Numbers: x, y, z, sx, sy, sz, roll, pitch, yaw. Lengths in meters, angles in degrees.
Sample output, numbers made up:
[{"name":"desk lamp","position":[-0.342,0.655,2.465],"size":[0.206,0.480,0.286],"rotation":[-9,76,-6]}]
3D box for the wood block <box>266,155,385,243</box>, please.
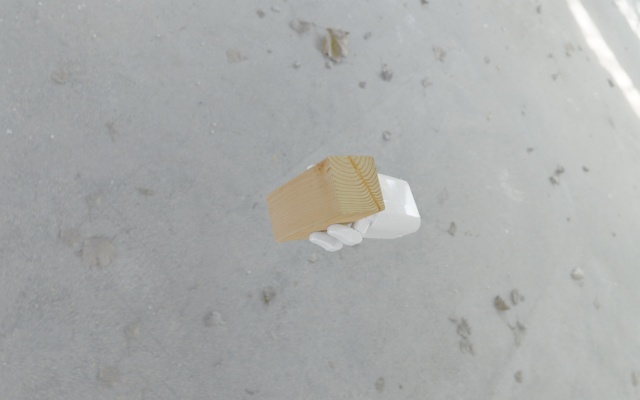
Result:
[{"name":"wood block","position":[0.000,0.002,0.793],"size":[0.090,0.091,0.206],"rotation":[-4,-14,-35]}]
